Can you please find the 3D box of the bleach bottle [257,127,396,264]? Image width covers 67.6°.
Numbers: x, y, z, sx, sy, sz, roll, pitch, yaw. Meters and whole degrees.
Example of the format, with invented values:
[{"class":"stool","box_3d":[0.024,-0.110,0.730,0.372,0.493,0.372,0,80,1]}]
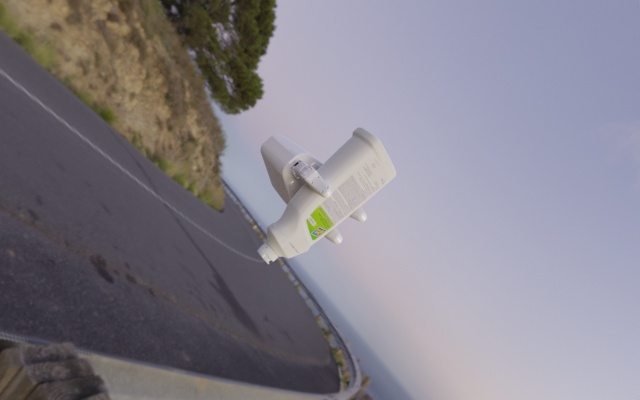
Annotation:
[{"class":"bleach bottle","box_3d":[0.000,0.003,0.755,0.068,0.251,0.103,42,-9,49]}]
